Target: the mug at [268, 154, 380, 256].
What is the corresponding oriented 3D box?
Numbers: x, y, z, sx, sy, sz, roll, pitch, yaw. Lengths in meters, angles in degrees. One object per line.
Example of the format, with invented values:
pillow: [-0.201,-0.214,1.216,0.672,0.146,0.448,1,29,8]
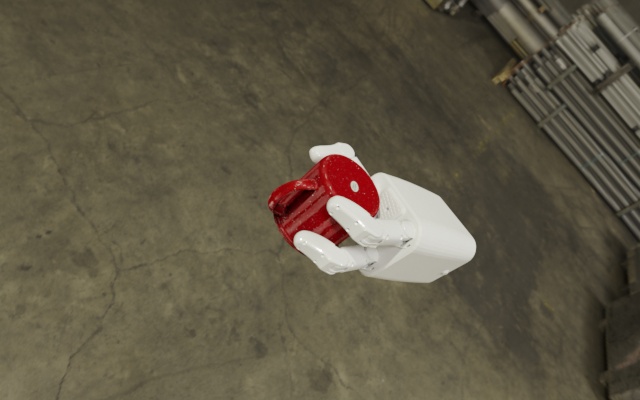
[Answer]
mug: [-0.001,0.001,0.506,0.117,0.093,0.081,14,-42,-38]
